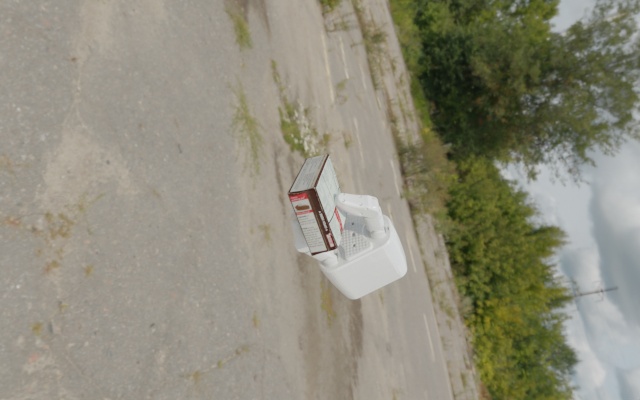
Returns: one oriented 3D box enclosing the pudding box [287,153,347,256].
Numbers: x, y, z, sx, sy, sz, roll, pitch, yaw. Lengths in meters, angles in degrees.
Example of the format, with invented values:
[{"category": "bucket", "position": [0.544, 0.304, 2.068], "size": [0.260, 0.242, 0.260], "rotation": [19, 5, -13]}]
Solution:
[{"category": "pudding box", "position": [0.000, 0.002, 0.610], "size": [0.039, 0.090, 0.113], "rotation": [-15, 23, 15]}]
